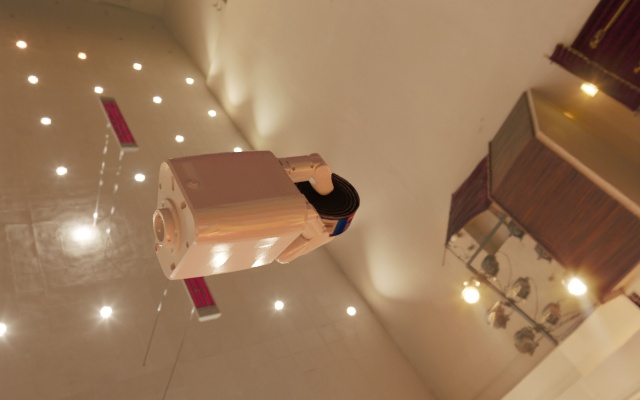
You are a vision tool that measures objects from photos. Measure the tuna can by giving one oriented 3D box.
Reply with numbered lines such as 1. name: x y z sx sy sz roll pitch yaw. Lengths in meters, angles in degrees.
1. tuna can: 0.000 0.002 0.554 0.086 0.034 0.086 13 37 -10
